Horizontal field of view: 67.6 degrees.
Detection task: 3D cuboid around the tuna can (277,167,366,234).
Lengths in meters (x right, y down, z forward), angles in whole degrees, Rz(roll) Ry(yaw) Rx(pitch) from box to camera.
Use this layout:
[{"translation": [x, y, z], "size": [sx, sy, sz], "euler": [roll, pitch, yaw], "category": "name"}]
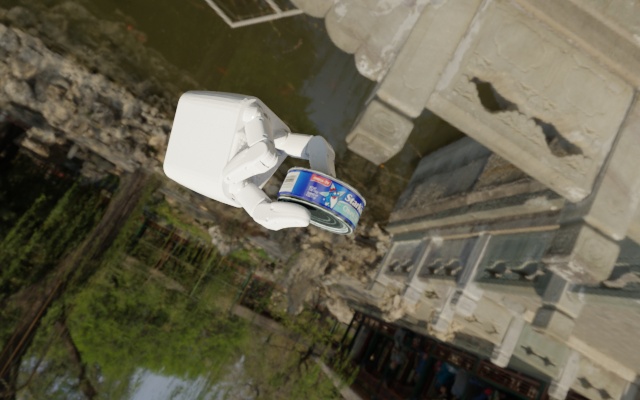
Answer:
[{"translation": [0.000, 0.002, 0.481], "size": [0.086, 0.033, 0.086], "euler": [22, -15, 6], "category": "tuna can"}]
